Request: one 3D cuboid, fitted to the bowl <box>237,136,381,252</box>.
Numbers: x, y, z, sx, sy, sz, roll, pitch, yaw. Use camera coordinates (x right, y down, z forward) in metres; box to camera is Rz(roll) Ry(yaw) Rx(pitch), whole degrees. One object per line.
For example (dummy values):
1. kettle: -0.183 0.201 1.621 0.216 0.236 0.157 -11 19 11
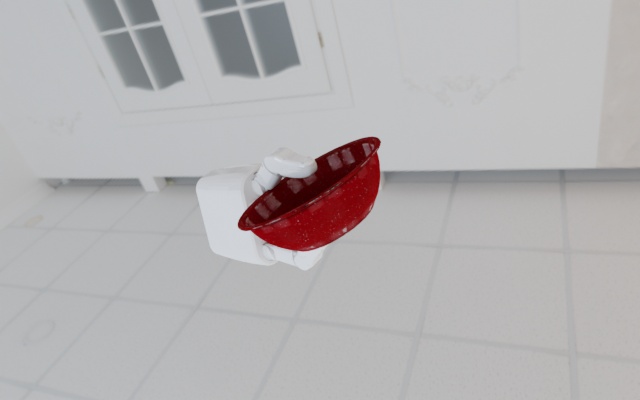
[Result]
1. bowl: 0.001 0.002 0.472 0.162 0.055 0.162 -30 14 8
